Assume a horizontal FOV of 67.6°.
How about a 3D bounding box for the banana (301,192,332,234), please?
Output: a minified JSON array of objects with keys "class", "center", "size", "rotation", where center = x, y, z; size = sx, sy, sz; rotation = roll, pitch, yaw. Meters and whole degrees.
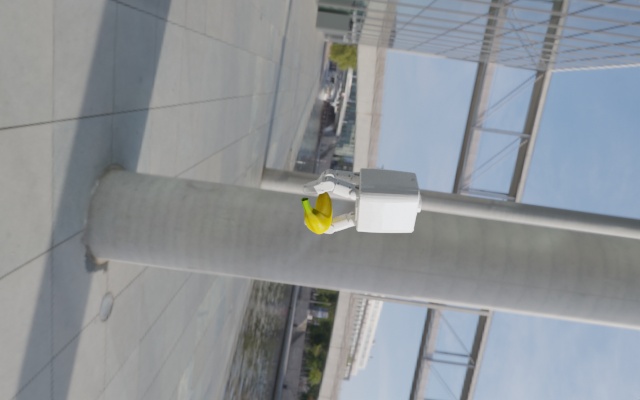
[{"class":"banana","center":[0.000,0.022,0.855],"size":[0.037,0.069,0.198],"rotation":[-2,4,8]}]
